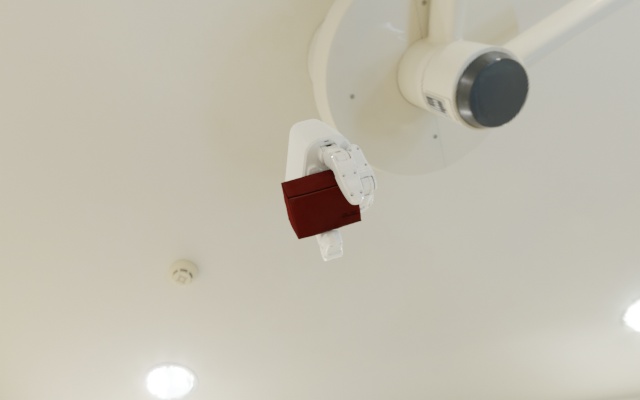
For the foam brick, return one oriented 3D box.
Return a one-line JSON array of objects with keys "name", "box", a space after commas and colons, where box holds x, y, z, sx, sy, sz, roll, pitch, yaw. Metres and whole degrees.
[{"name": "foam brick", "box": [0.000, 0.002, 0.541, 0.078, 0.053, 0.051, -15, 25, -11]}]
